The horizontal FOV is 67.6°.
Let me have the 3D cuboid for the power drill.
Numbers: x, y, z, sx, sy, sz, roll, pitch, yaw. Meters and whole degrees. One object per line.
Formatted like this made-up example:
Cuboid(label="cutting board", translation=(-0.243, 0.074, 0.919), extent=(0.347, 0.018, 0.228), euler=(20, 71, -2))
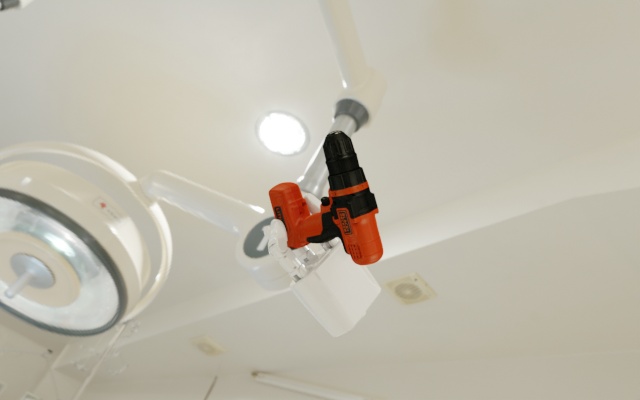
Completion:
Cuboid(label="power drill", translation=(0.000, 0.003, 0.689), extent=(0.057, 0.184, 0.187), euler=(-19, 8, -36))
